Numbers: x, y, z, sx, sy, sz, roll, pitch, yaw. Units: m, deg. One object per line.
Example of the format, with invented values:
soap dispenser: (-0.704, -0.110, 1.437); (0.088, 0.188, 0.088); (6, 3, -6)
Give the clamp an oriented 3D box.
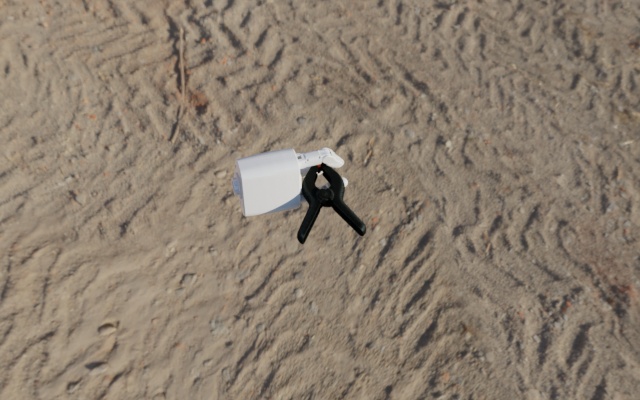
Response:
clamp: (0.000, 0.002, 0.858); (0.120, 0.171, 0.039); (-12, -32, -15)
